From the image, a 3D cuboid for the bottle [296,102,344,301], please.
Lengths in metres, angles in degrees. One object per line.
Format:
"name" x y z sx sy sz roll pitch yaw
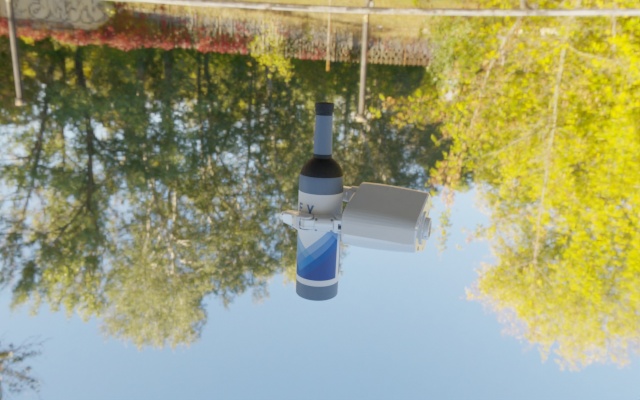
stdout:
"bottle" 0.000 0.003 0.720 0.069 0.296 0.069 2 14 -1
